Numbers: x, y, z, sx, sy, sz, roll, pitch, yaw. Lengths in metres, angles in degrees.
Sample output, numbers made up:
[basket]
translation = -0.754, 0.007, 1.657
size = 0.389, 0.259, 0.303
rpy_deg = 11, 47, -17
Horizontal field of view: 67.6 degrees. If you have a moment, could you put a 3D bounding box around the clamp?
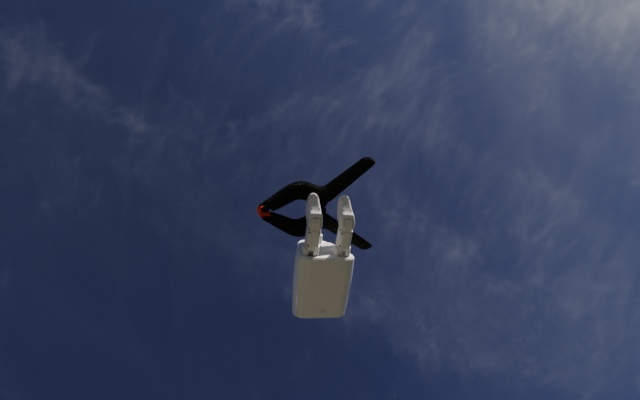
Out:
[clamp]
translation = -0.001, 0.003, 0.804
size = 0.210, 0.164, 0.036
rpy_deg = 3, 12, -19
